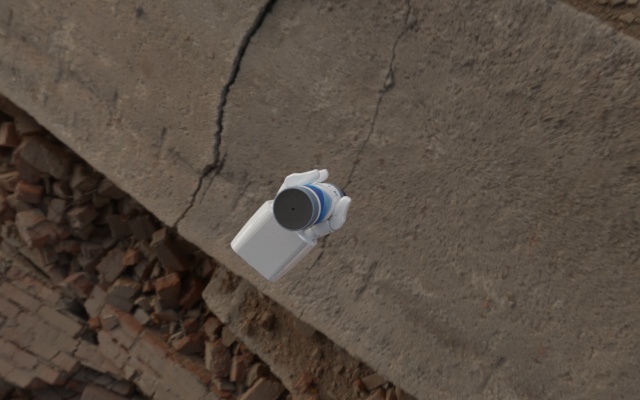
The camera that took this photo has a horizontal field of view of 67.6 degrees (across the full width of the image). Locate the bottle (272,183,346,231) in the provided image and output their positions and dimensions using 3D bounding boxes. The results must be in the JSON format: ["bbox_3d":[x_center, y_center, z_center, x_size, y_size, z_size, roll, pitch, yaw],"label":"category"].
[{"bbox_3d":[0.000,0.003,0.847,0.069,0.069,0.295,0,4,16],"label":"bottle"}]
